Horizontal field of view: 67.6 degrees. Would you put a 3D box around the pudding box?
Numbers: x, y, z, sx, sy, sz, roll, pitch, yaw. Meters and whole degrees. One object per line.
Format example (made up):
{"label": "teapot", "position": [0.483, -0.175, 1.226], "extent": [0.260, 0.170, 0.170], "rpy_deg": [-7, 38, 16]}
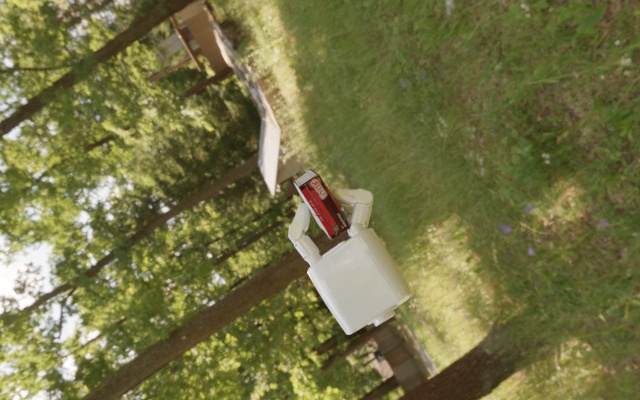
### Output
{"label": "pudding box", "position": [0.000, 0.002, 0.706], "extent": [0.039, 0.090, 0.113], "rpy_deg": [-32, 10, -4]}
